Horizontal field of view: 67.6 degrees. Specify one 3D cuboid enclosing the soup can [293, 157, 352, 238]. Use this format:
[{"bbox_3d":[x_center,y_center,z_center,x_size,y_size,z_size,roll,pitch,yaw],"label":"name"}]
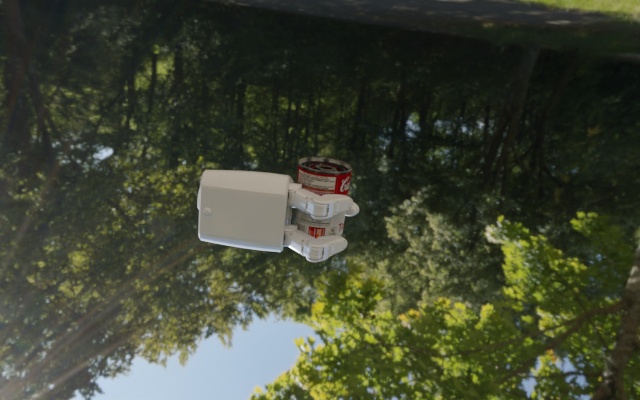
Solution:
[{"bbox_3d":[0.001,0.002,0.612,0.068,0.102,0.068,6,19,-2],"label":"soup can"}]
